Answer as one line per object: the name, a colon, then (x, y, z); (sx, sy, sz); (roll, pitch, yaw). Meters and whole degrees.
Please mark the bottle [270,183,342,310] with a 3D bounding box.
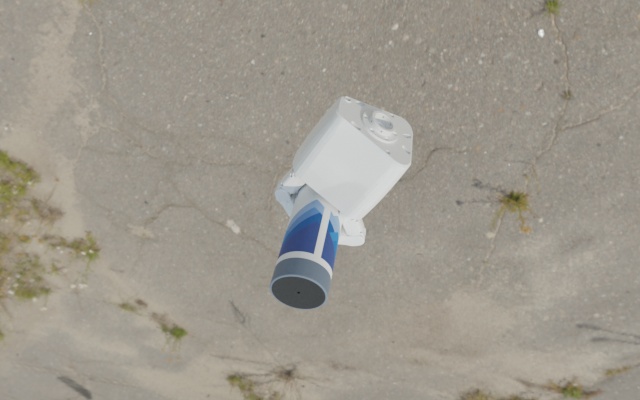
bottle: (0.000, 0.002, 0.637); (0.069, 0.069, 0.295); (0, 44, 14)
